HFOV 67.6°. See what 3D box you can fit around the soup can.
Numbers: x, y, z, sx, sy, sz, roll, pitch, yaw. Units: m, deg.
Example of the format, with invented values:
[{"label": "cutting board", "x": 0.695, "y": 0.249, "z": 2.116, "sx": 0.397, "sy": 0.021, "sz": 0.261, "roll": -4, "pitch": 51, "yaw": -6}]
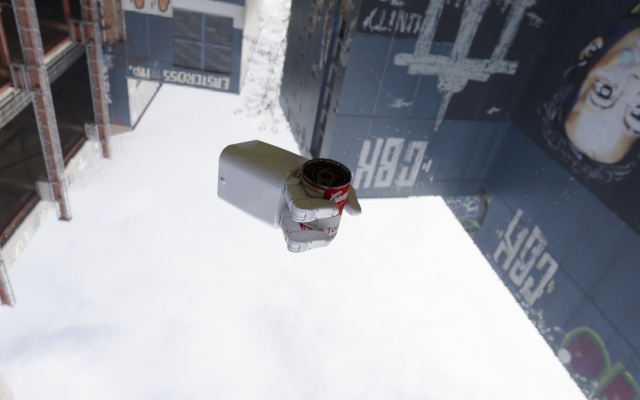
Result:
[{"label": "soup can", "x": 0.001, "y": 0.003, "z": 0.661, "sx": 0.068, "sy": 0.102, "sz": 0.068, "roll": 8, "pitch": 37, "yaw": -6}]
